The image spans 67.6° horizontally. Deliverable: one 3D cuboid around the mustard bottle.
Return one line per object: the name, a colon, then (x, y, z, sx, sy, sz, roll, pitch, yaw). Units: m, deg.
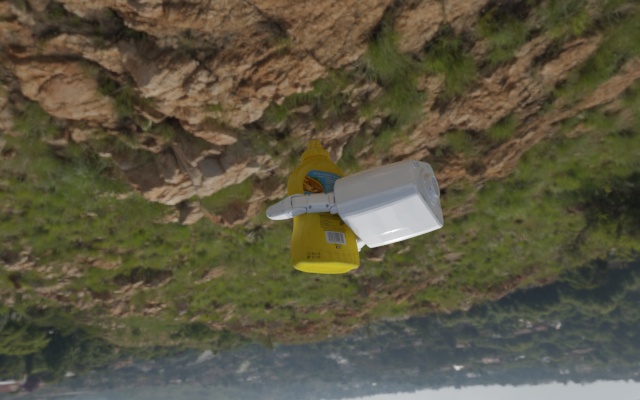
mustard bottle: (0.000, 0.003, 0.666, 0.096, 0.191, 0.058, 10, -26, -34)
